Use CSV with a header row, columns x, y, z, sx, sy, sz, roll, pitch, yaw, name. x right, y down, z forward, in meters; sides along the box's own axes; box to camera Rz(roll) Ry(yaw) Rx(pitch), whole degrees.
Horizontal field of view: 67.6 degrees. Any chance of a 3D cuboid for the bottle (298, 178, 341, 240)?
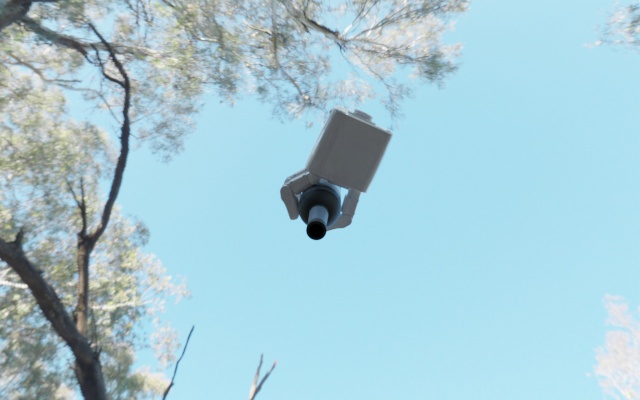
x,y,z,sx,sy,sz,roll,pitch,yaw,name
0.000,0.003,0.769,0.069,0.069,0.295,0,15,2,bottle
